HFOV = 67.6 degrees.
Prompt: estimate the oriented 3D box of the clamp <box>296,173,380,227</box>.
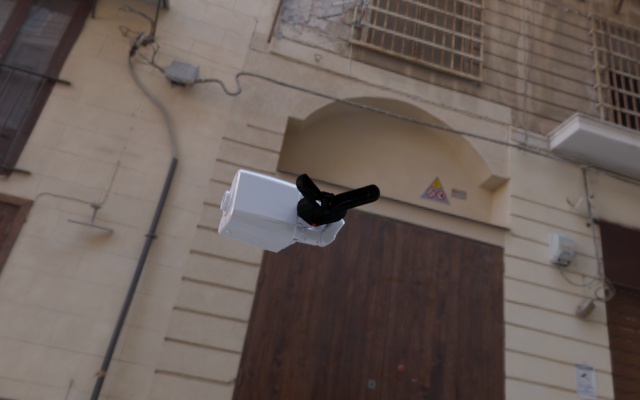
[{"bbox_3d":[0.000,0.002,0.723,0.120,0.039,0.171,17,-26,-18],"label":"clamp"}]
